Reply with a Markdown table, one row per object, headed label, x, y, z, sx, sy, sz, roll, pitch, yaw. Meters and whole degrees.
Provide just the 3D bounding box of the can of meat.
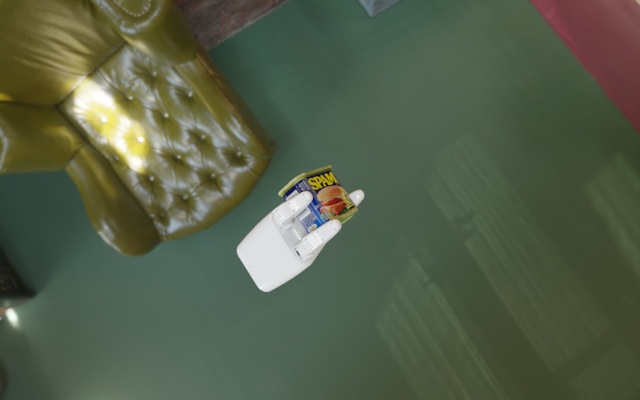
| label | x | y | z | sx | sy | sz | roll | pitch | yaw |
| --- | --- | --- | --- | --- | --- | --- | --- | --- | --- |
| can of meat | 0.000 | 0.003 | 0.715 | 0.057 | 0.084 | 0.102 | -39 | -10 | 33 |
